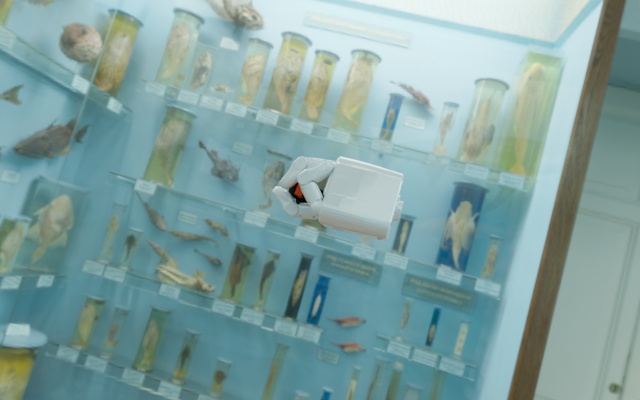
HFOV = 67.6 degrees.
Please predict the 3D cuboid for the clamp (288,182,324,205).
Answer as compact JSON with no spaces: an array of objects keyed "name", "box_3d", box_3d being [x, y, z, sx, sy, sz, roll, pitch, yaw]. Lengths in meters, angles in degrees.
[{"name":"clamp","box_3d":[0.000,0.002,0.833,0.120,0.039,0.171,14,-6,10]}]
